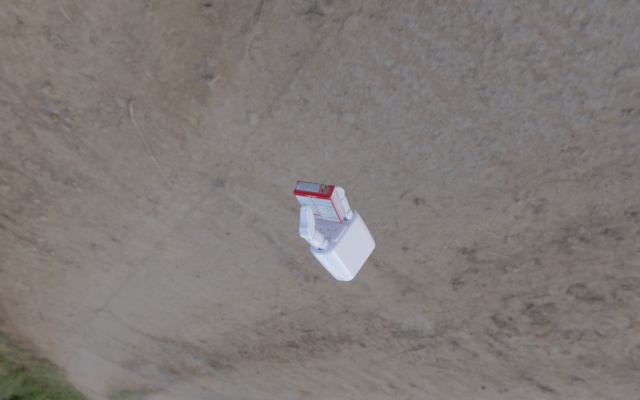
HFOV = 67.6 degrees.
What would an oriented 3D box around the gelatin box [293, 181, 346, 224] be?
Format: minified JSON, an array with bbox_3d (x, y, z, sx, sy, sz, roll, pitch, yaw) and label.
[{"bbox_3d":[0.000,0.003,0.865,0.073,0.030,0.089,9,-29,24],"label":"gelatin box"}]
